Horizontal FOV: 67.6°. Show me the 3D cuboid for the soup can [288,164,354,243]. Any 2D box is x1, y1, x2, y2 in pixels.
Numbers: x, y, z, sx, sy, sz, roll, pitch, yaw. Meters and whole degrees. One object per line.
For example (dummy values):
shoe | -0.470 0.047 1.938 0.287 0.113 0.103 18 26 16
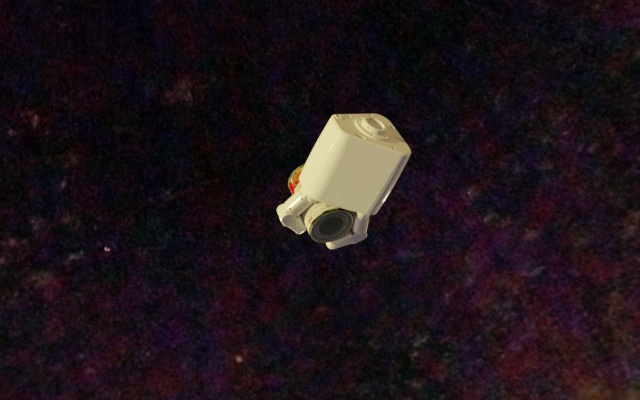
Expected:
soup can | 0.000 0.003 0.691 0.068 0.068 0.102 0 43 -27
